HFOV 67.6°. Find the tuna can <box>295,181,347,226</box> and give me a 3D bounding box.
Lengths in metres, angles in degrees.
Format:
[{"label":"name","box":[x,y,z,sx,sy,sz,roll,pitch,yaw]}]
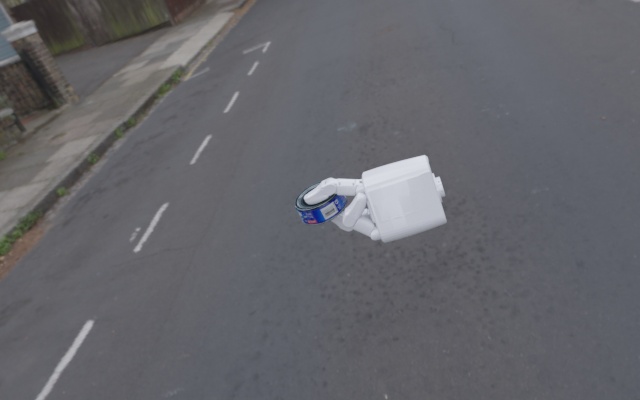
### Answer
[{"label":"tuna can","box":[0.000,0.002,0.810,0.086,0.034,0.086,-21,29,12]}]
